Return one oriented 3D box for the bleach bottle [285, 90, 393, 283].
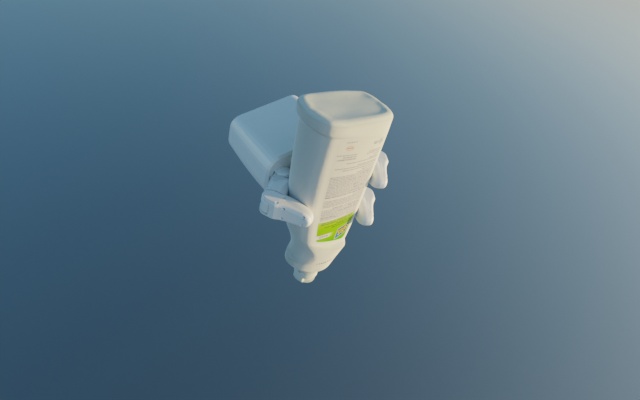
[{"bbox_3d":[0.000,0.002,0.550,0.102,0.251,0.068,-14,45,-35],"label":"bleach bottle"}]
